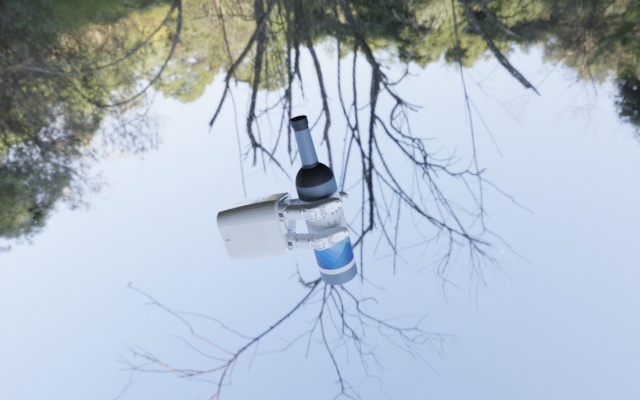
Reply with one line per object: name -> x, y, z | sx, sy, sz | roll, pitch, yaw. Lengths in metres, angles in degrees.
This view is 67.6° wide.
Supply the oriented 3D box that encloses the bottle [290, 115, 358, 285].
bottle -> 0.000, 0.003, 0.790 | 0.069, 0.296, 0.069 | -12, 26, 6
